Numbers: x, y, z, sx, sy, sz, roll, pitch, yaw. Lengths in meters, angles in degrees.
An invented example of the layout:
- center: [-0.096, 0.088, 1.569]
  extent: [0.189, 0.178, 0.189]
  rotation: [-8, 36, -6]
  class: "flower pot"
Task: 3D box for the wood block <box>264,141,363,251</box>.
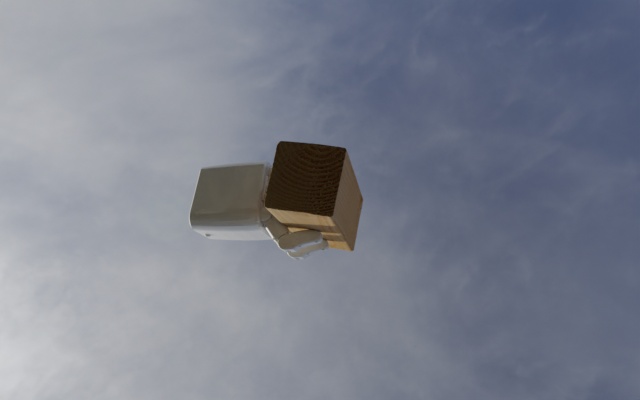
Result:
- center: [0.000, 0.002, 0.671]
  extent: [0.090, 0.090, 0.206]
  rotation: [8, -15, 13]
  class: "wood block"
